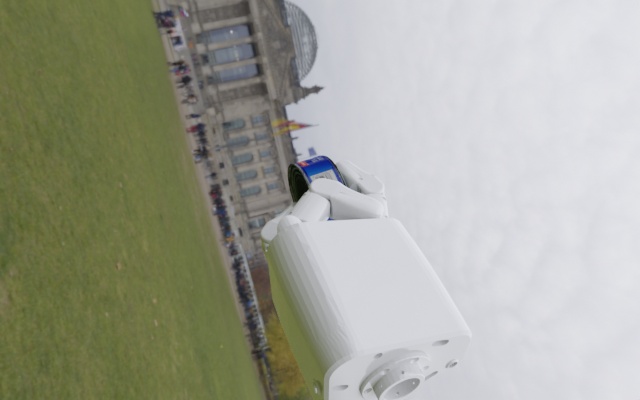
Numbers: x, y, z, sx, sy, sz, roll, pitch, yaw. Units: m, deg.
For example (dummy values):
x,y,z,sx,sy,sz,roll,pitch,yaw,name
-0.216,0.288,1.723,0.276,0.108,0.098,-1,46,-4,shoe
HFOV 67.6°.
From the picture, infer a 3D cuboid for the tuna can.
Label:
x,y,z,sx,sy,sz,roll,pitch,yaw,name
0.001,0.001,0.451,0.034,0.086,0.086,-19,5,-15,tuna can
